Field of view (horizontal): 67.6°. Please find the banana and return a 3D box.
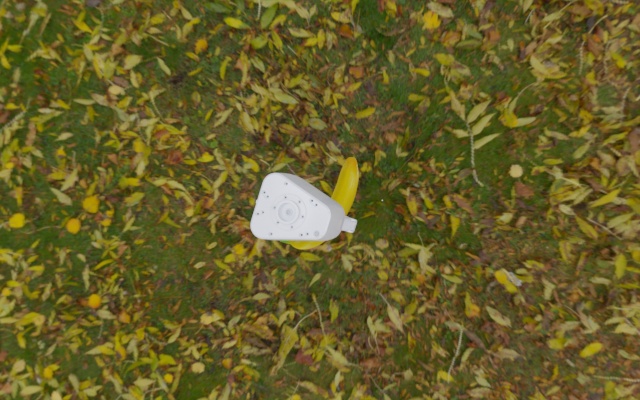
[{"bbox_3d":[0.011,0.018,0.817,0.069,0.198,0.037,43,8,14],"label":"banana"}]
